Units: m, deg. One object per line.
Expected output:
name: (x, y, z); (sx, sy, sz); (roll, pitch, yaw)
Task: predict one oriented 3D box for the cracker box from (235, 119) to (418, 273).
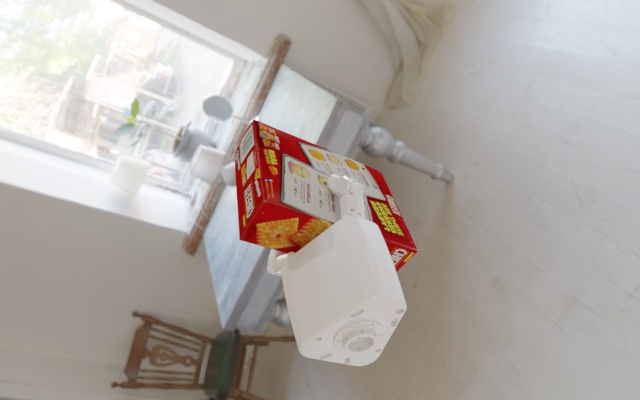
cracker box: (0.000, 0.002, 0.609); (0.214, 0.072, 0.164); (20, 33, -28)
